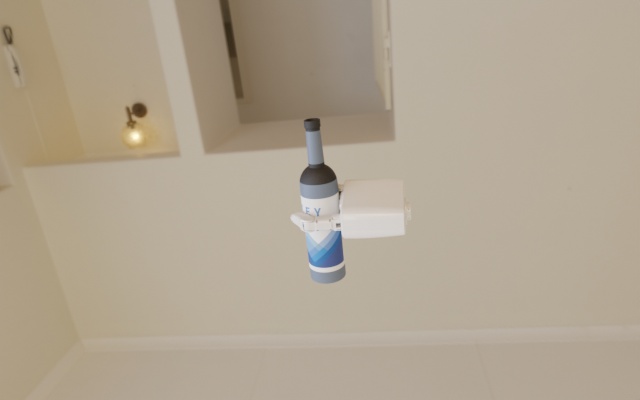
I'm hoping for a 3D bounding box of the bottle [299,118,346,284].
[{"bbox_3d":[0.000,0.003,0.842,0.069,0.296,0.069,-5,21,2],"label":"bottle"}]
